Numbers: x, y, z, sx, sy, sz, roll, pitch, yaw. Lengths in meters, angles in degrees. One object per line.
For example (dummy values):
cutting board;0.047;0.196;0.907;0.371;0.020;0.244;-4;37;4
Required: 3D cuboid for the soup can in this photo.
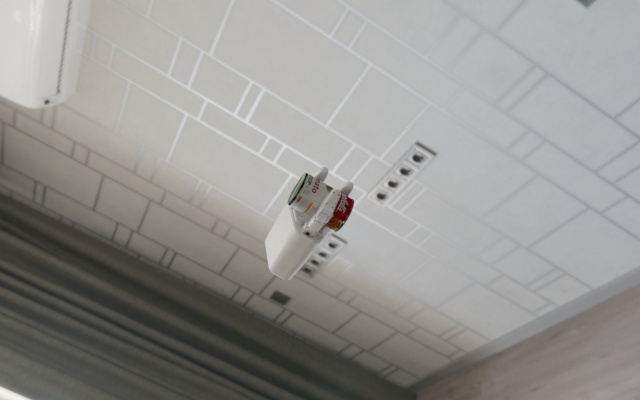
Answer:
soup can;0.000;0.002;0.857;0.102;0.068;0.068;30;-7;-11
